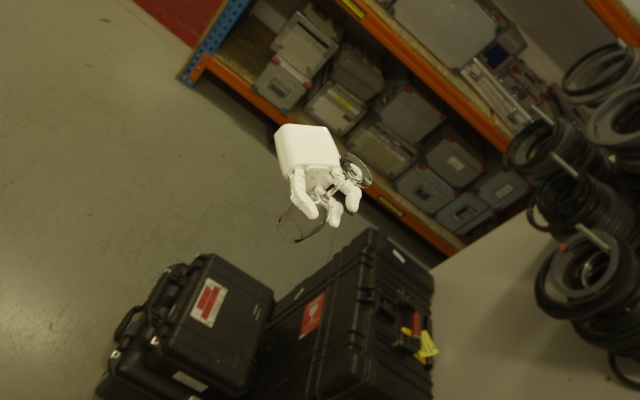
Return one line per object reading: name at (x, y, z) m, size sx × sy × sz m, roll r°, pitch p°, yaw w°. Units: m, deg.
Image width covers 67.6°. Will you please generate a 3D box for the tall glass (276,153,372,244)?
tall glass at (0.001, 0.003, 0.876) m, size 0.079 × 0.079 × 0.201 m, roll 0°, pitch -34°, yaw -48°
